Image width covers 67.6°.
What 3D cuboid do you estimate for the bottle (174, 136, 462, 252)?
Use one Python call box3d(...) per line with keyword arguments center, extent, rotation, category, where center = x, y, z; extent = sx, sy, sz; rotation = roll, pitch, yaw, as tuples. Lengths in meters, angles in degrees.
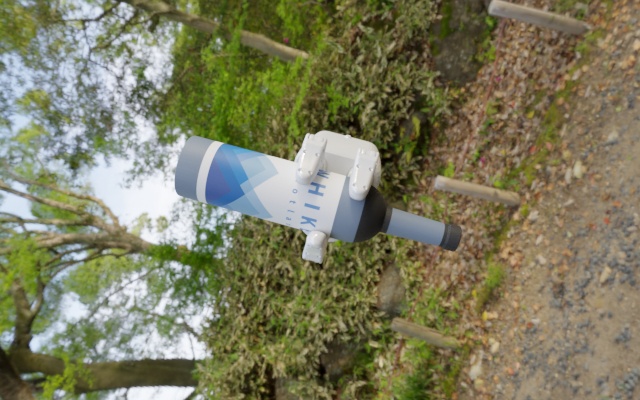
box3d(center=(0.000, 0.002, 0.502), extent=(0.296, 0.069, 0.069), rotation=(15, 1, 3), category="bottle")
